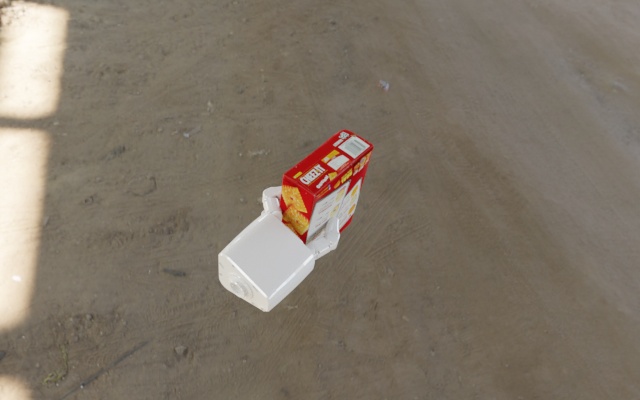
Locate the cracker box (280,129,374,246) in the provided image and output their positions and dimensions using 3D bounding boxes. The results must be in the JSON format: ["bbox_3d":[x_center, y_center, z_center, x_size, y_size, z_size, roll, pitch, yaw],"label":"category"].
[{"bbox_3d":[0.000,0.003,0.829,0.072,0.214,0.164,35,52,18],"label":"cracker box"}]
